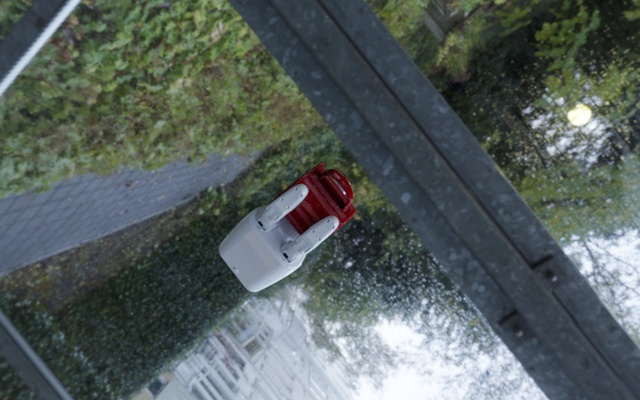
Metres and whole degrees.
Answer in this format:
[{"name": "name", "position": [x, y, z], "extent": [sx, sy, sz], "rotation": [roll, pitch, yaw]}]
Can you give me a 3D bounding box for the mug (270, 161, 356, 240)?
[{"name": "mug", "position": [0.001, 0.002, 0.633], "extent": [0.117, 0.081, 0.093], "rotation": [-37, 1, 43]}]
